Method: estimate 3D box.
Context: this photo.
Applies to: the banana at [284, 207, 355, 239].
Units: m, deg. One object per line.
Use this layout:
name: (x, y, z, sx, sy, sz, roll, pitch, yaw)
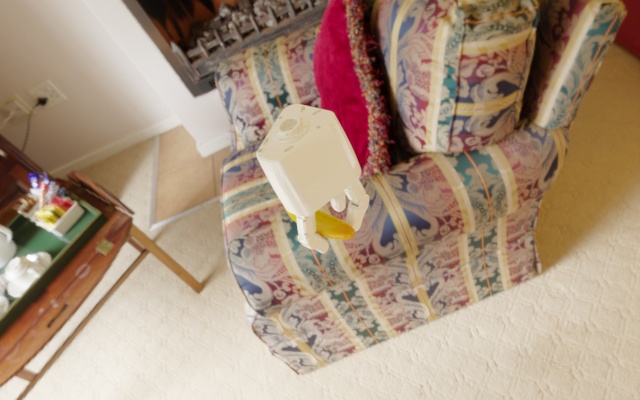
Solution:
banana: (-0.017, 0.010, 0.753, 0.069, 0.037, 0.197, -30, 40, -6)
